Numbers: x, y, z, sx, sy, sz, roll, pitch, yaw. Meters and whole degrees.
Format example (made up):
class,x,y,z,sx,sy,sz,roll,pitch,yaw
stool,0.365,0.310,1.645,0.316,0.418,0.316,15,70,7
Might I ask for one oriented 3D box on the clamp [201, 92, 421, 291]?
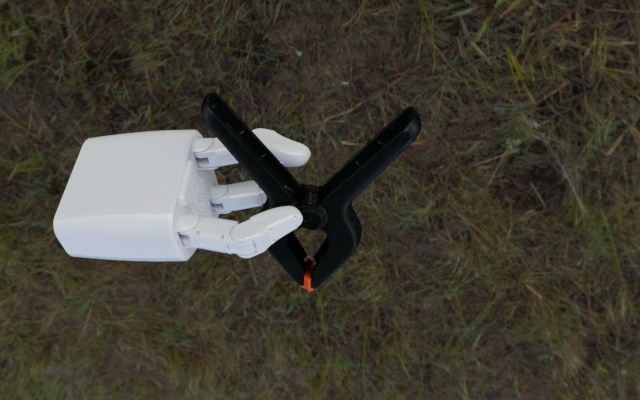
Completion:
class,x,y,z,sx,sy,sz,roll,pitch,yaw
clamp,0.000,0.002,0.411,0.164,0.210,0.036,0,41,9
